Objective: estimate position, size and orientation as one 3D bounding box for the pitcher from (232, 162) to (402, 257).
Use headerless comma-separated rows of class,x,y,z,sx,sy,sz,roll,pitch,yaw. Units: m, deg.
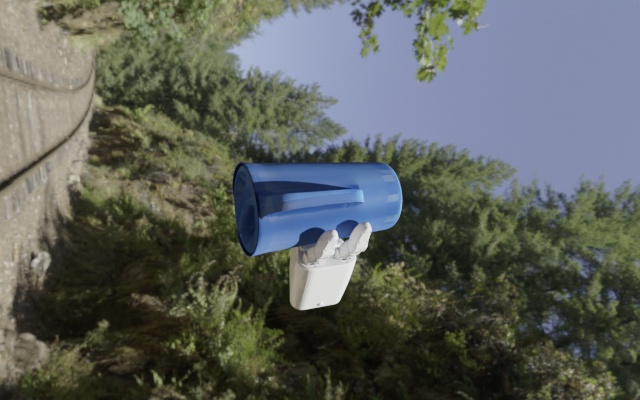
pitcher,0.000,0.002,0.708,0.243,0.145,0.149,-6,41,-23
